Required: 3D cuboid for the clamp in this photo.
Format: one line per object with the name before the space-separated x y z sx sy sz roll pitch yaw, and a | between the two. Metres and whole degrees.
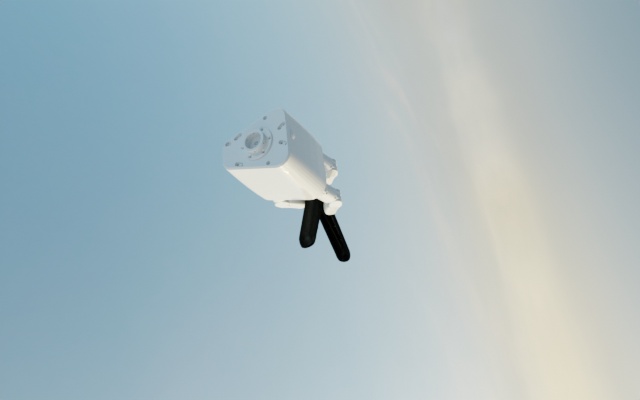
clamp | -0.001 0.002 0.808 0.036 0.210 0.165 -18 -28 19
